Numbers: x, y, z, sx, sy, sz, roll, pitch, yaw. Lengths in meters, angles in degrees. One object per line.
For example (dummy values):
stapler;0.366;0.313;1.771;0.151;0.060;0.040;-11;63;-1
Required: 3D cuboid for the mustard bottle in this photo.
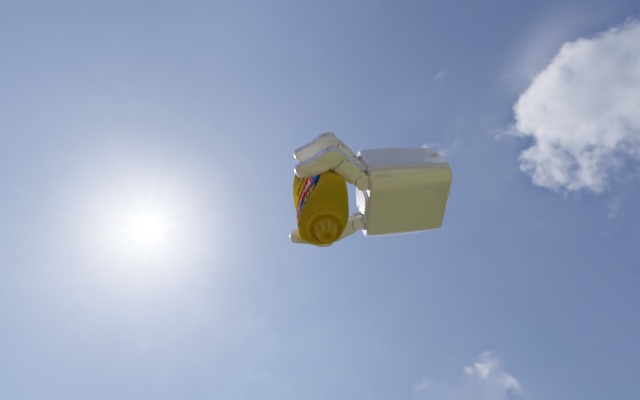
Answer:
mustard bottle;0.000;0.002;0.615;0.058;0.096;0.191;19;21;-14
